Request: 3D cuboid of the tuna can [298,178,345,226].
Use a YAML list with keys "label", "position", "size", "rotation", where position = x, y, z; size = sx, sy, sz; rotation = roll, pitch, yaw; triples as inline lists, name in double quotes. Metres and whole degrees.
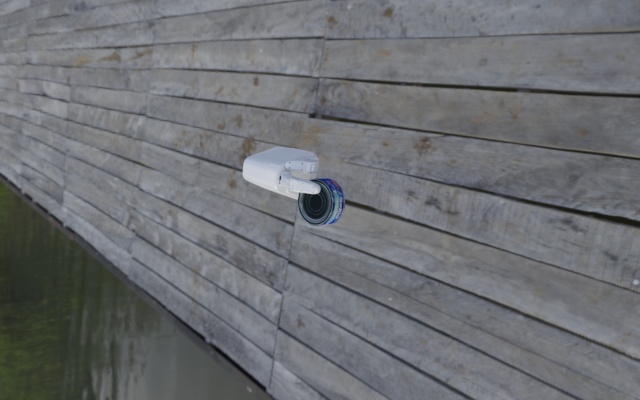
- label: "tuna can"
  position: [0.000, 0.003, 0.853]
  size: [0.086, 0.086, 0.034]
  rotation: [0, 1, 40]
